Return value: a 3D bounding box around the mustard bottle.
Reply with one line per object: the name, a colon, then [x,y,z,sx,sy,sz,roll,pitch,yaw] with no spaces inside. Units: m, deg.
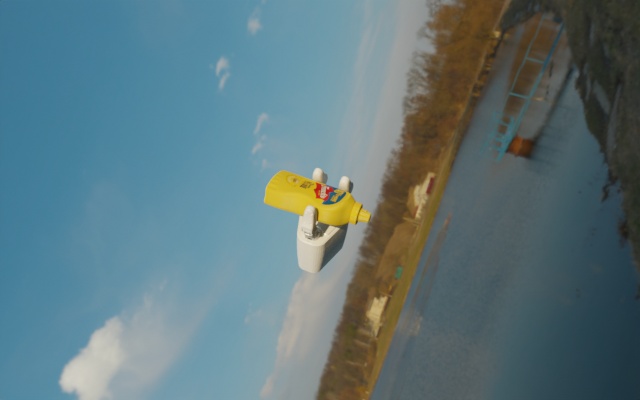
mustard bottle: [0.000,0.003,0.879,0.191,0.058,0.096,19,26,12]
